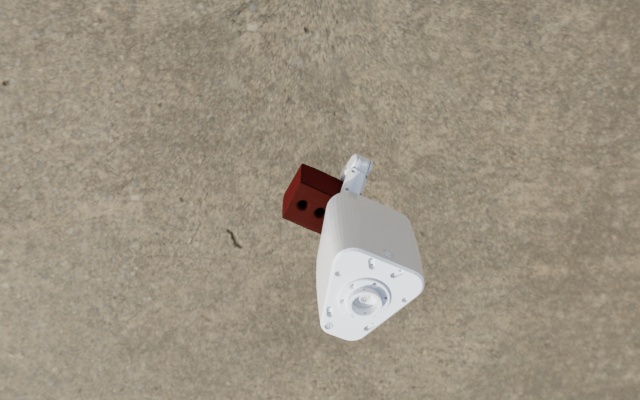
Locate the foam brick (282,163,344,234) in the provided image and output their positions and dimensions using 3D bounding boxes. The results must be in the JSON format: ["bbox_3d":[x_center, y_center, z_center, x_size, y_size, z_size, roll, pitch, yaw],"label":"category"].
[{"bbox_3d":[0.000,0.002,0.560,0.078,0.053,0.051,23,28,-12],"label":"foam brick"}]
